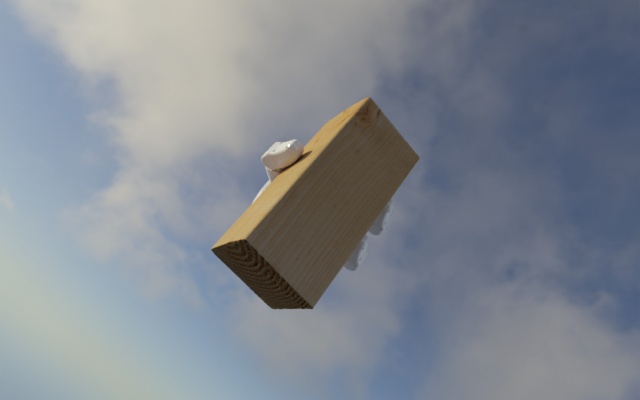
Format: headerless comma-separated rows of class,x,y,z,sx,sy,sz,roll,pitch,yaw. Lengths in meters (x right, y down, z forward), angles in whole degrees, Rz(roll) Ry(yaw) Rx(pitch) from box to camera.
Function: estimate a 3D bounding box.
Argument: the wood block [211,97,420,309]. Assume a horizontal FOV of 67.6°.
wood block,0.000,0.001,0.487,0.206,0.091,0.090,-51,17,-29
